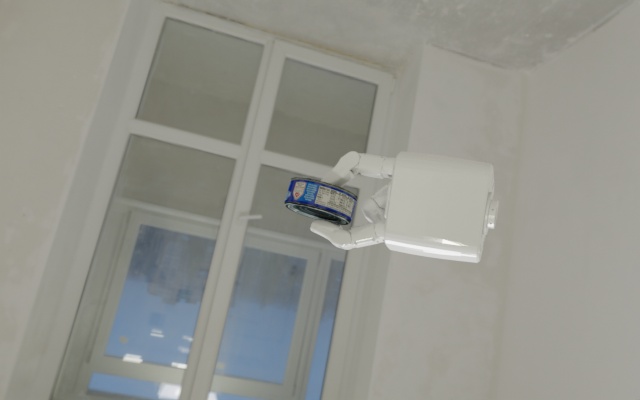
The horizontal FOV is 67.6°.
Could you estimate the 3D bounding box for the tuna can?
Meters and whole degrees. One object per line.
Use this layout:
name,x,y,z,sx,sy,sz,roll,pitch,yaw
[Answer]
tuna can,0.000,0.002,0.581,0.086,0.033,0.086,16,-10,3
